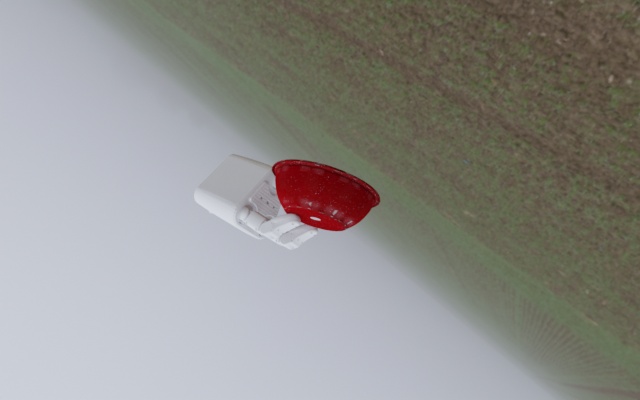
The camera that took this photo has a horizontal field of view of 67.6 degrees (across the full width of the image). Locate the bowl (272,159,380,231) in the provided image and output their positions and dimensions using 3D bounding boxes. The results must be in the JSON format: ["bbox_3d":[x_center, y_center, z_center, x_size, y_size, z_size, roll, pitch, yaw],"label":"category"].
[{"bbox_3d":[0.001,0.003,0.674,0.162,0.055,0.162,16,-17,5],"label":"bowl"}]
